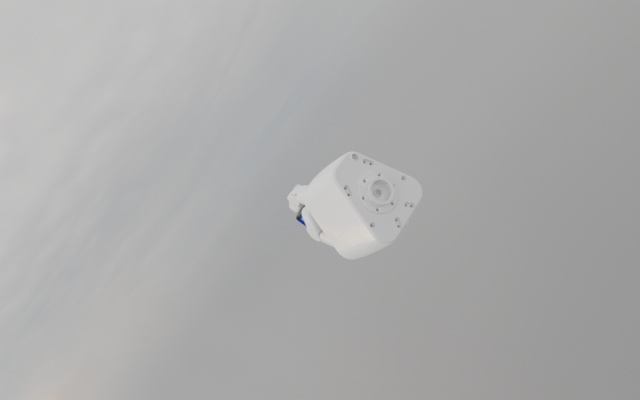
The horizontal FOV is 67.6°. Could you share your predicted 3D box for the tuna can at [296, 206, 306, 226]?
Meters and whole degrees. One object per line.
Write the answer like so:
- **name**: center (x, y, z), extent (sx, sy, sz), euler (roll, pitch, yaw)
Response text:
- **tuna can**: center (0.000, 0.002, 0.710), extent (0.034, 0.086, 0.086), euler (35, -3, -5)
